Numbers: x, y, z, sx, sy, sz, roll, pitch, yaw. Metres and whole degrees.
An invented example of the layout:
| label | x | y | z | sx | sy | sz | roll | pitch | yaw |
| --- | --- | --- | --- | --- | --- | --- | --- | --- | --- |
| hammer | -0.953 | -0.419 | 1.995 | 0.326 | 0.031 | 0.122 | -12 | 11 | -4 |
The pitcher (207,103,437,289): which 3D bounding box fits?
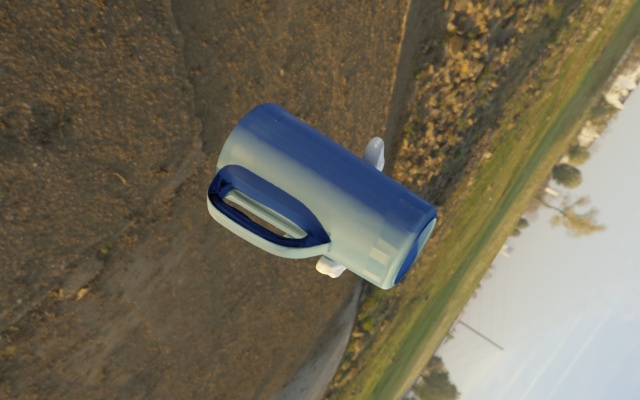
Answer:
| label | x | y | z | sx | sy | sz | roll | pitch | yaw |
| --- | --- | --- | --- | --- | --- | --- | --- | --- | --- |
| pitcher | 0.000 | 0.002 | 0.555 | 0.243 | 0.149 | 0.145 | 32 | 4 | 19 |
